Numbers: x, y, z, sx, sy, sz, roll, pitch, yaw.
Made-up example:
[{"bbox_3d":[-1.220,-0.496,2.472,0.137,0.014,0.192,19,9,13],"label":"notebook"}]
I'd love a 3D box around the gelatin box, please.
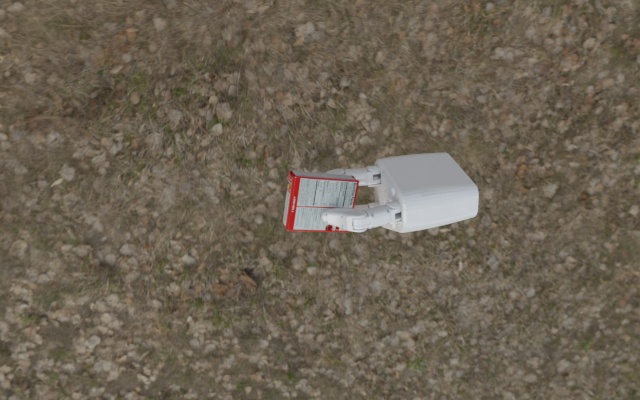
[{"bbox_3d":[0.000,0.002,0.617,0.089,0.073,0.030,2,19,-20],"label":"gelatin box"}]
